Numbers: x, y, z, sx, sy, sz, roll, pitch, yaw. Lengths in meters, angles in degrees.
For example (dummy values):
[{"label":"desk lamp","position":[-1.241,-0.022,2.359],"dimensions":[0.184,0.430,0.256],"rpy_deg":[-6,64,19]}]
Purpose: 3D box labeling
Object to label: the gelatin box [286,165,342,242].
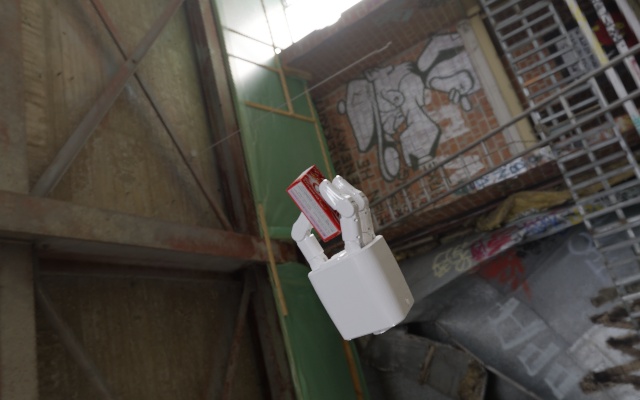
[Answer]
[{"label":"gelatin box","position":[0.000,0.002,0.646],"dimensions":[0.030,0.089,0.073],"rpy_deg":[-34,8,23]}]
